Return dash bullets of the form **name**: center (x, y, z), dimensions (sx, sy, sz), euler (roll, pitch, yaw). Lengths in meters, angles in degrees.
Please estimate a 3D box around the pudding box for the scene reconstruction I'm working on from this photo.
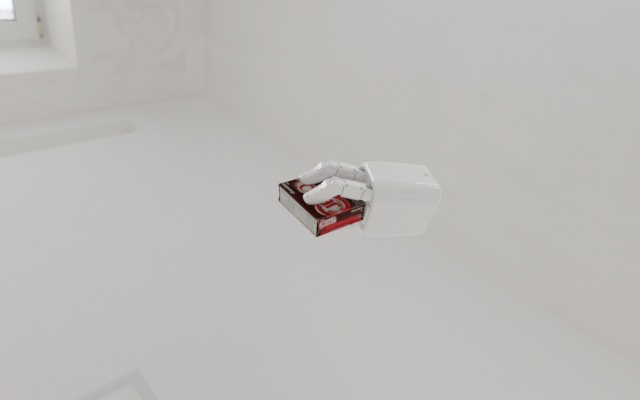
- **pudding box**: center (0.000, 0.003, 0.741), dimensions (0.090, 0.039, 0.113), euler (-18, 38, -31)
